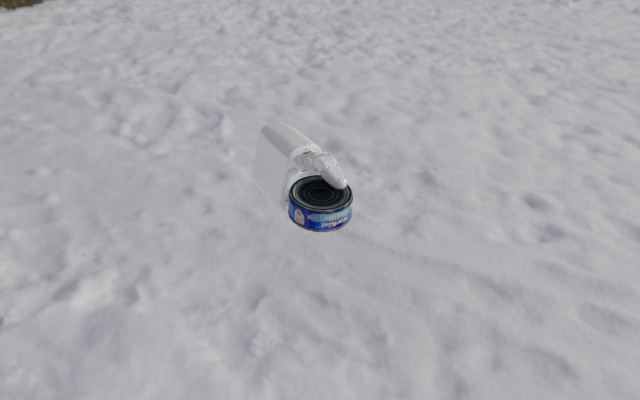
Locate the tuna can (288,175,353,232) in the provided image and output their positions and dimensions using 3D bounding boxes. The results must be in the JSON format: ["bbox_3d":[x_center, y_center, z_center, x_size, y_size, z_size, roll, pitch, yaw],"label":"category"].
[{"bbox_3d":[0.000,0.002,0.627,0.086,0.034,0.086,2,36,-2],"label":"tuna can"}]
